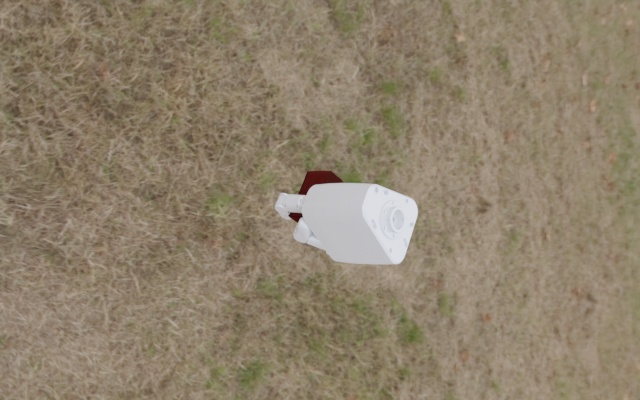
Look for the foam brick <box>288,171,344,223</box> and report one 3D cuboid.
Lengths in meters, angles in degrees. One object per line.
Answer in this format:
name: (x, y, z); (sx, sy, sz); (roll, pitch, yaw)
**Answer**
foam brick: (0.000, 0.002, 0.691); (0.051, 0.078, 0.053); (-2, -31, 46)
